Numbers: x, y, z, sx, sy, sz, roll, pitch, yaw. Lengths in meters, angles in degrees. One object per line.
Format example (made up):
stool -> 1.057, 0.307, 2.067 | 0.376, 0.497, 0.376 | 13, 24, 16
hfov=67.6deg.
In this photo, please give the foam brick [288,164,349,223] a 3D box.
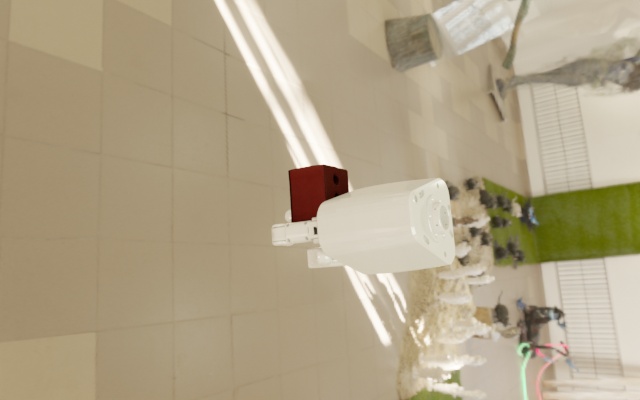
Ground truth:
foam brick -> 0.000, 0.002, 0.550 | 0.051, 0.078, 0.053 | -11, -11, 35
